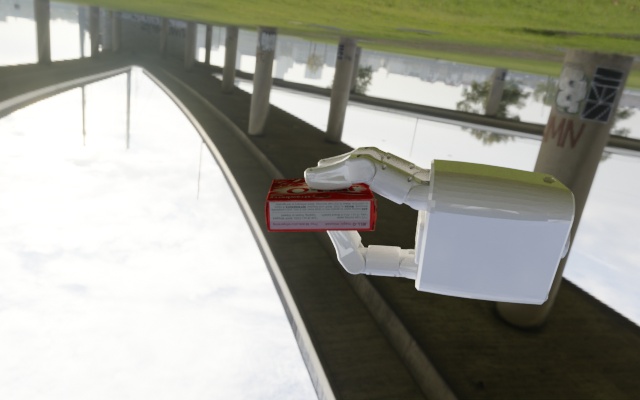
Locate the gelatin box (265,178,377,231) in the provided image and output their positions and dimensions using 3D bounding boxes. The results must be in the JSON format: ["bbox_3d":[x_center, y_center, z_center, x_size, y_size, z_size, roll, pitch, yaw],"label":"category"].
[{"bbox_3d":[0.000,0.002,0.412,0.089,0.030,0.073,-1,16,-1],"label":"gelatin box"}]
